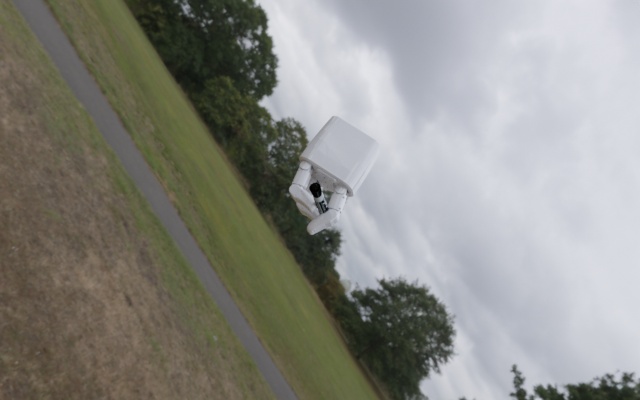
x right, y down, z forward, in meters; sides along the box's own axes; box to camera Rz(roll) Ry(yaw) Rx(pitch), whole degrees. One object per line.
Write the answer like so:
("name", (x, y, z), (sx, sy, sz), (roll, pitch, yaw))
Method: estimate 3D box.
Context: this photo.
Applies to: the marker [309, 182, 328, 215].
("marker", (0.000, 0.003, 0.802), (0.020, 0.020, 0.121), (0, -25, 10))
